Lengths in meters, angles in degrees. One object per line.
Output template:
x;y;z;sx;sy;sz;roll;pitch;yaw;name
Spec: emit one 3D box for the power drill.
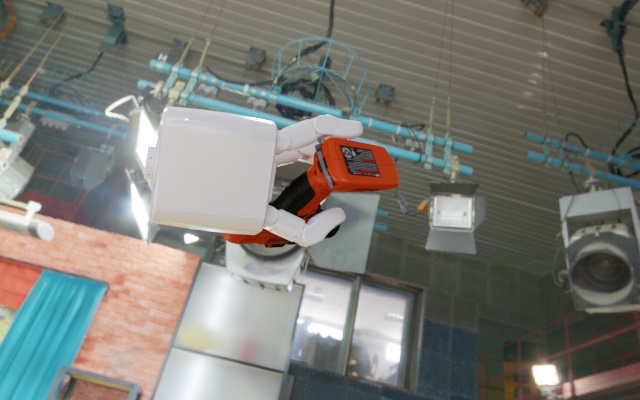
0.000;0.002;0.569;0.184;0.057;0.188;0;-28;-45;power drill
